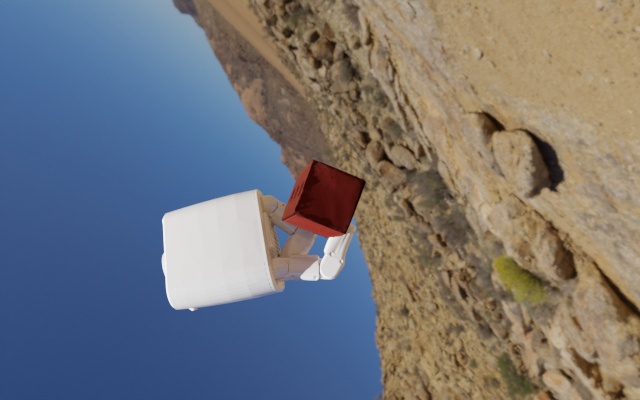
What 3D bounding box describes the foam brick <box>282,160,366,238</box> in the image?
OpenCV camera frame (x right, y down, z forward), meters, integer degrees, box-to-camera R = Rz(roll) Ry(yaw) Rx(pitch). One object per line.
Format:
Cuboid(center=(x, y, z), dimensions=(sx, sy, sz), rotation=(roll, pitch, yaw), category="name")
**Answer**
Cuboid(center=(0.000, 0.001, 0.447), dimensions=(0.051, 0.053, 0.078), rotation=(23, -12, -9), category="foam brick")
